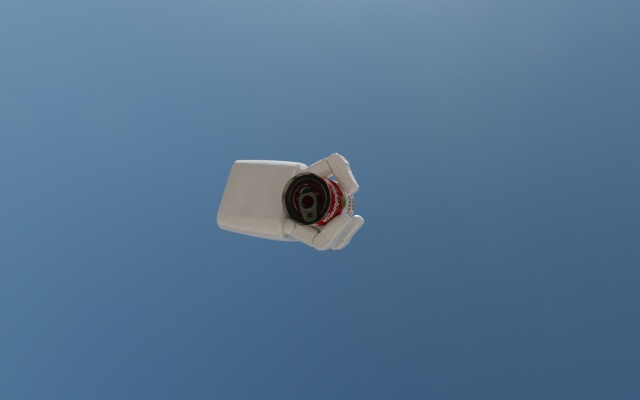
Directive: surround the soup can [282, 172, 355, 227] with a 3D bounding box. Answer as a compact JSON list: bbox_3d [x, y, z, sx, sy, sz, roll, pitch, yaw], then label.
[{"bbox_3d":[0.001,0.002,0.646,0.068,0.068,0.102,0,-5,22],"label":"soup can"}]
